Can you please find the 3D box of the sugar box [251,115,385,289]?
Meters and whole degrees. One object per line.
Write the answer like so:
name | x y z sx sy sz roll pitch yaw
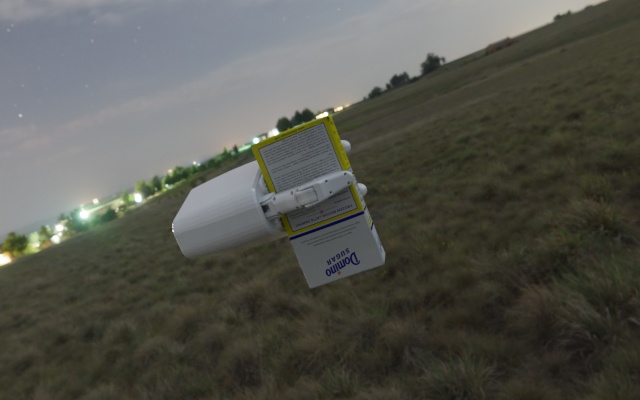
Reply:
sugar box | 0.000 0.002 0.540 0.093 0.176 0.048 -20 9 12
